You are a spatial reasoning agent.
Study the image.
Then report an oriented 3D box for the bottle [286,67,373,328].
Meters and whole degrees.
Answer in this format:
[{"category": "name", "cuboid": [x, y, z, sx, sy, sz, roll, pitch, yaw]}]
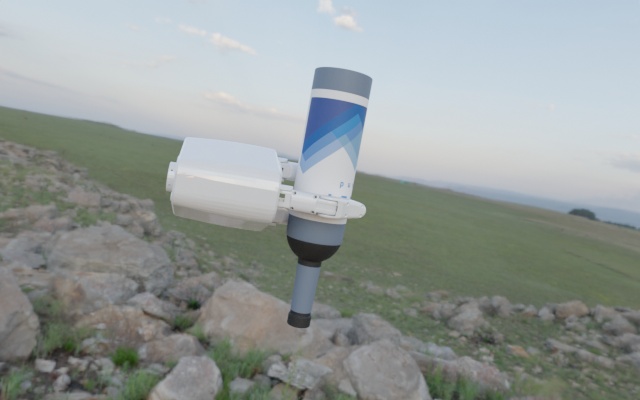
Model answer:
[{"category": "bottle", "cuboid": [0.000, 0.002, 0.551, 0.069, 0.296, 0.069, 10, 5, -1]}]
